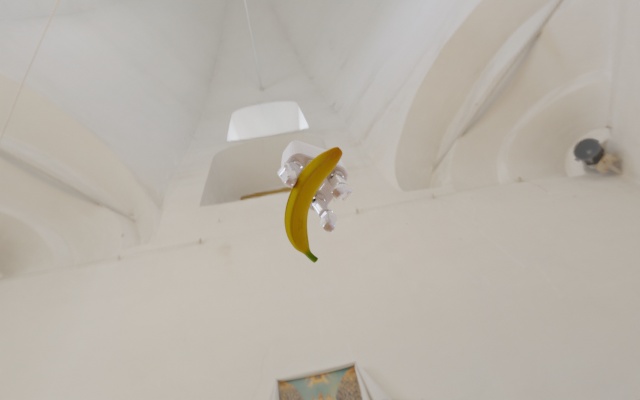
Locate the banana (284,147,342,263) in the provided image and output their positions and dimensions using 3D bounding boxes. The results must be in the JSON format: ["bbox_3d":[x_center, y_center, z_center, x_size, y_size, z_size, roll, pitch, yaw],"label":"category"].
[{"bbox_3d":[-0.019,0.002,0.769,0.069,0.198,0.037,11,20,-5],"label":"banana"}]
